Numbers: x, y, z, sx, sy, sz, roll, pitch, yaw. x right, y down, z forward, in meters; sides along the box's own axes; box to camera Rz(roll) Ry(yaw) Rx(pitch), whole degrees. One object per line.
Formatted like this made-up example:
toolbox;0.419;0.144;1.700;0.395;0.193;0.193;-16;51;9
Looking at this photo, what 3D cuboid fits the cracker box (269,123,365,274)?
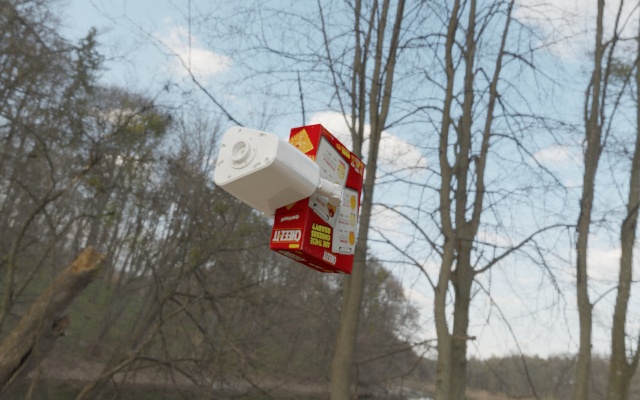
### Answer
cracker box;0.000;0.002;0.814;0.072;0.213;0.164;-3;-22;32
